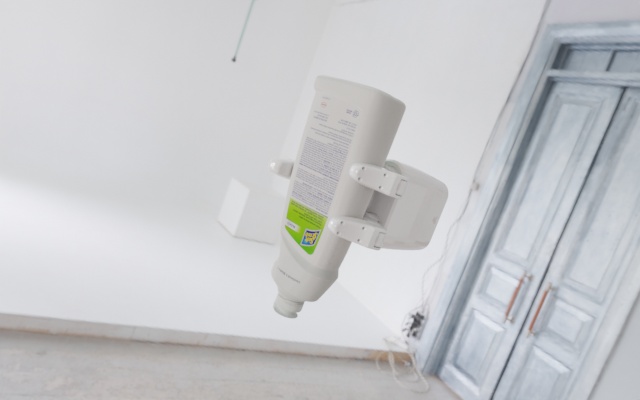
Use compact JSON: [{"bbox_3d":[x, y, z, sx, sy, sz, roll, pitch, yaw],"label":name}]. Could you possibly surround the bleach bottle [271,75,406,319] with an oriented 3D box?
[{"bbox_3d":[0.000,0.002,0.506,0.068,0.251,0.102,13,11,-45],"label":"bleach bottle"}]
